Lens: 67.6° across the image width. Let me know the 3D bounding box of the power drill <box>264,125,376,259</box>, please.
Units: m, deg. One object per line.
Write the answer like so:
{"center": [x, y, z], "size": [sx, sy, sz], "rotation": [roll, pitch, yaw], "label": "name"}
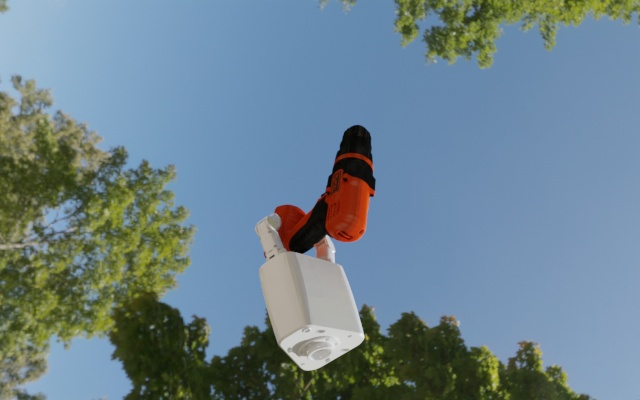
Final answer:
{"center": [0.000, 0.003, 0.649], "size": [0.057, 0.184, 0.188], "rotation": [30, -44, -20], "label": "power drill"}
